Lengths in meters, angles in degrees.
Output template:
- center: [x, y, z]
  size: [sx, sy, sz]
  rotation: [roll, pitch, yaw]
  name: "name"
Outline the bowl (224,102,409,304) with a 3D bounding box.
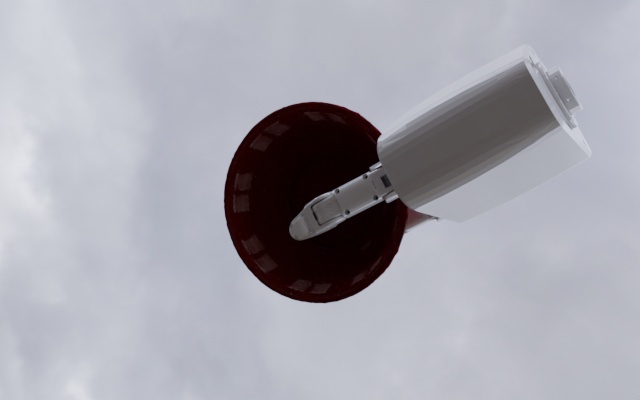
- center: [-0.001, 0.002, 0.405]
  size: [0.162, 0.162, 0.055]
  rotation: [0, 2, 23]
  name: "bowl"
